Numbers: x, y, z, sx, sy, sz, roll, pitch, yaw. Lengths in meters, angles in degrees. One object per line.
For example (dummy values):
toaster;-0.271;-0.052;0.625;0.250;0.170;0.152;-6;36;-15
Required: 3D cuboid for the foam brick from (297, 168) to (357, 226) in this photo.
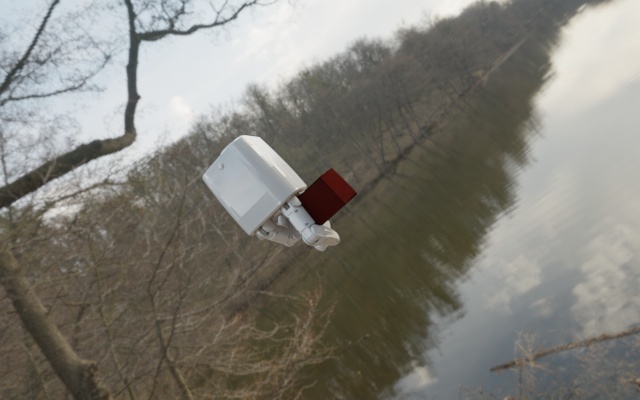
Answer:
foam brick;0.000;0.002;0.654;0.078;0.051;0.053;-42;-2;27
